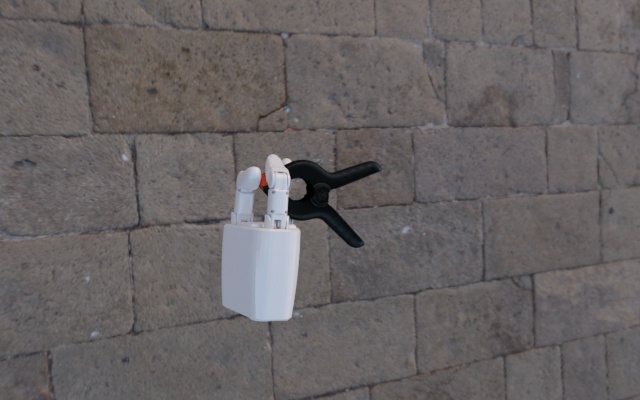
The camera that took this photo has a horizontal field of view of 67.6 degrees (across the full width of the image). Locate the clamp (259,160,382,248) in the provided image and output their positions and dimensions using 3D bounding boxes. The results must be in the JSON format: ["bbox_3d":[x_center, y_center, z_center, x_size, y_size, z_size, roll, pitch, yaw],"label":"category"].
[{"bbox_3d":[0.000,0.002,0.630,0.171,0.120,0.039,3,-2,-21],"label":"clamp"}]
